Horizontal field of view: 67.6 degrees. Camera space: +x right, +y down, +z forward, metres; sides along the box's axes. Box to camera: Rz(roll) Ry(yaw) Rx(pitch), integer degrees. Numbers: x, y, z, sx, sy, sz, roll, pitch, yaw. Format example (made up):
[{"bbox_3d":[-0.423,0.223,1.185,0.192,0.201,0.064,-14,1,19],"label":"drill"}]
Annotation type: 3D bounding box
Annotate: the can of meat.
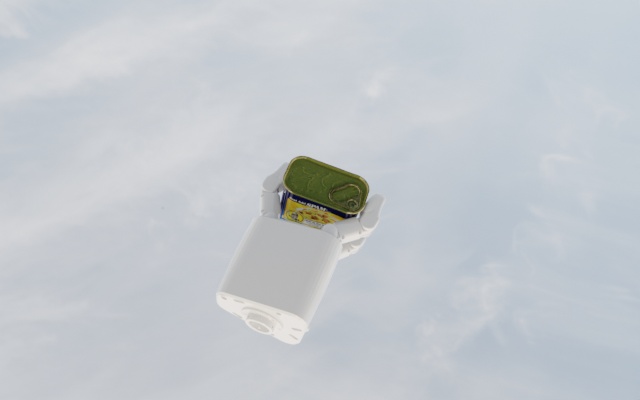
[{"bbox_3d":[0.000,0.002,0.598,0.102,0.057,0.084,20,-34,1],"label":"can of meat"}]
